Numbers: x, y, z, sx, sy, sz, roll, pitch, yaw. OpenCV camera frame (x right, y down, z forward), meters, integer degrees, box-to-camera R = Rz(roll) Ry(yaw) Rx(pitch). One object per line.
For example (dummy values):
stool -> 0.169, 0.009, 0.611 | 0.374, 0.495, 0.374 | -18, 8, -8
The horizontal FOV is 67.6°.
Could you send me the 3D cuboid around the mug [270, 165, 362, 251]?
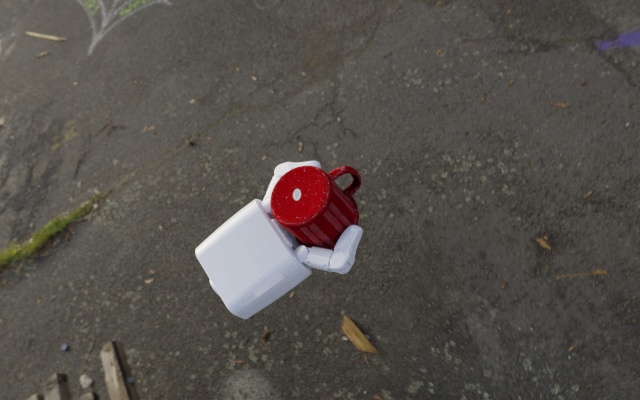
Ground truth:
mug -> 0.001, 0.001, 0.587 | 0.117, 0.093, 0.081 | -38, -35, 4
